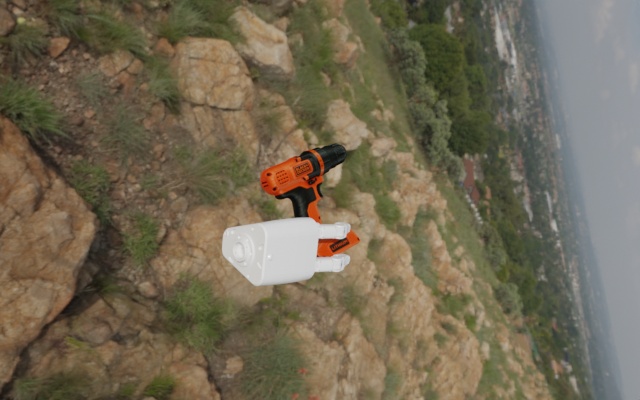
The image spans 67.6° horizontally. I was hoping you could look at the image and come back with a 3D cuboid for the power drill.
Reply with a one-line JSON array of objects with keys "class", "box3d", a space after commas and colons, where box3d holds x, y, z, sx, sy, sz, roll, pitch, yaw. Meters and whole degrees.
[{"class": "power drill", "box3d": [0.000, 0.003, 0.844, 0.184, 0.187, 0.057, -26, 5, -33]}]
